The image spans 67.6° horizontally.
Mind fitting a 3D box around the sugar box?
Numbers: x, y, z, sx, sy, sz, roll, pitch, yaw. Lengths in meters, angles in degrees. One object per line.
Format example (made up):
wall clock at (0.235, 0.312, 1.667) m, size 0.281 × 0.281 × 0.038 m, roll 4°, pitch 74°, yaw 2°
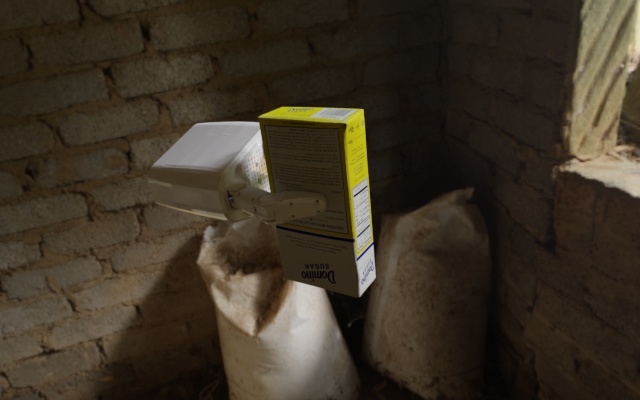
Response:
sugar box at (0.000, 0.001, 0.462) m, size 0.093 × 0.176 × 0.048 m, roll 9°, pitch 30°, yaw 31°
